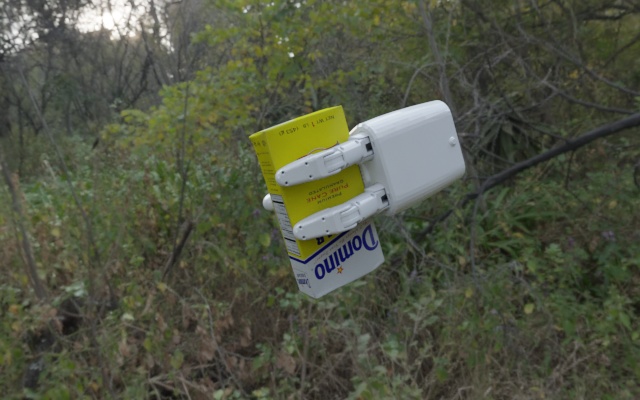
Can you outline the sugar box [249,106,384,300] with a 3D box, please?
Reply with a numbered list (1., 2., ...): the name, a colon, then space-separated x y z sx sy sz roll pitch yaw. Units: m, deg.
1. sugar box: 0.000 0.001 0.491 0.093 0.176 0.048 -23 12 -25
